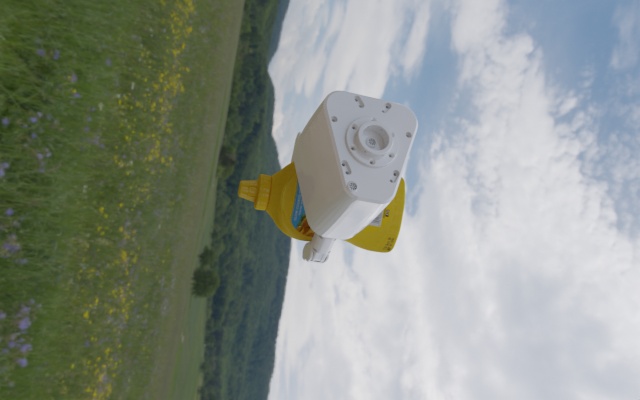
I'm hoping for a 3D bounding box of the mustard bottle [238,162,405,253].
[{"bbox_3d":[0.000,0.002,0.562,0.191,0.096,0.058,9,2,-14],"label":"mustard bottle"}]
